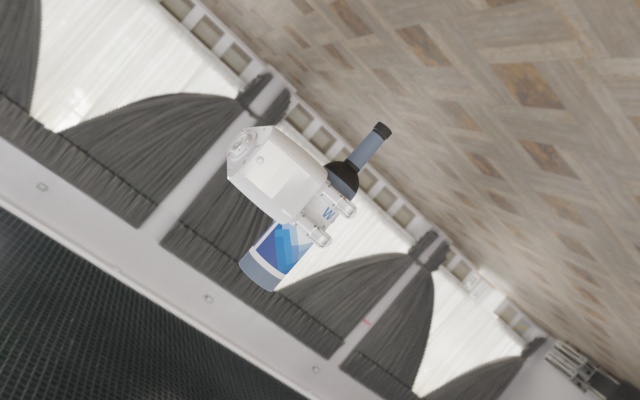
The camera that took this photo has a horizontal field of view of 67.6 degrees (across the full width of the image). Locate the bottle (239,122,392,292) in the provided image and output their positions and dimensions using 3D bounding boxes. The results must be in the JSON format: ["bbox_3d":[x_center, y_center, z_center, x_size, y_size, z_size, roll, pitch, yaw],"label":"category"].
[{"bbox_3d":[0.000,0.003,0.709,0.069,0.295,0.069,41,0,0],"label":"bottle"}]
